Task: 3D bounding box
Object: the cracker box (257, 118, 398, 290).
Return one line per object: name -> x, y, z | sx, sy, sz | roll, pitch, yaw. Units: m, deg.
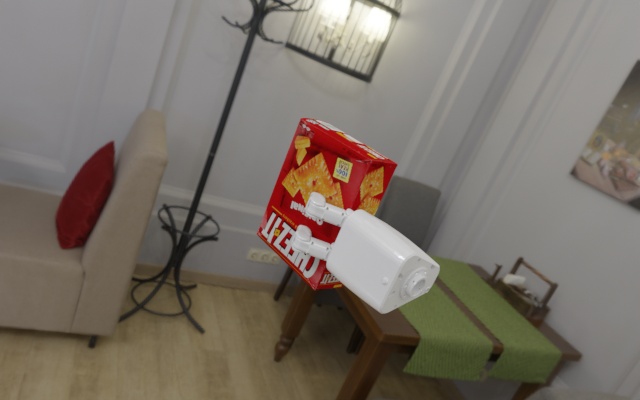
cracker box -> 0.000, 0.002, 0.730 | 0.072, 0.214, 0.164 | 4, 26, -46
